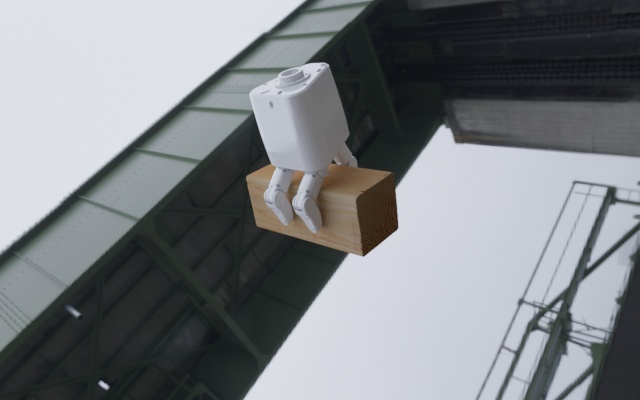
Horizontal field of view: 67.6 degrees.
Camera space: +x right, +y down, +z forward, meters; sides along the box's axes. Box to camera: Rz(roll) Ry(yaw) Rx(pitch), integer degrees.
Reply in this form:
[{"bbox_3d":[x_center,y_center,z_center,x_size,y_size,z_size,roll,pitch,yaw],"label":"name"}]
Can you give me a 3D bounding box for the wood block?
[{"bbox_3d":[0.000,0.002,0.696,0.206,0.090,0.090,12,32,40],"label":"wood block"}]
